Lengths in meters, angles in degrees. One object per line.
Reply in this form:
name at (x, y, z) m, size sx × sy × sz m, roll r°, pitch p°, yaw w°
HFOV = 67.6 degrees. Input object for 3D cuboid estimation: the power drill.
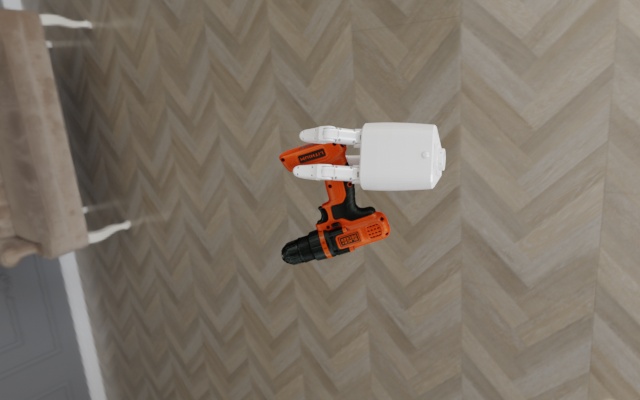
power drill at (0.000, 0.002, 0.767) m, size 0.184 × 0.188 × 0.057 m, roll -18°, pitch 14°, yaw 7°
